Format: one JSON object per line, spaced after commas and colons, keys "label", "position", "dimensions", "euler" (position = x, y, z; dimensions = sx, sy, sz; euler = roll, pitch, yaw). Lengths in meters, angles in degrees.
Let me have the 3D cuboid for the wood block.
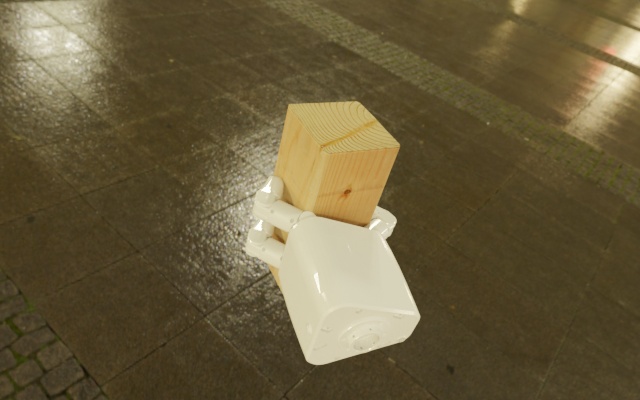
{"label": "wood block", "position": [0.001, 0.002, 0.542], "dimensions": [0.091, 0.206, 0.090], "euler": [-9, 45, -29]}
